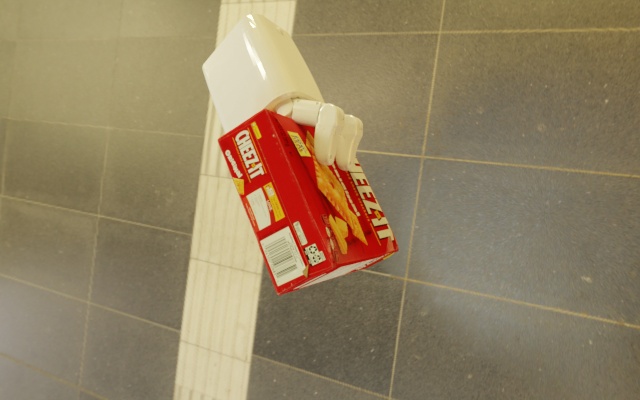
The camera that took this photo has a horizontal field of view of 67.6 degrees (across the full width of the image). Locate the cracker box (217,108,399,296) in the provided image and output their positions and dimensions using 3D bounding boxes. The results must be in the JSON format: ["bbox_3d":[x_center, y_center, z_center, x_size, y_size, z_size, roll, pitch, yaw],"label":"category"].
[{"bbox_3d":[0.000,0.002,0.528,0.072,0.164,0.214,-28,-13,22],"label":"cracker box"}]
